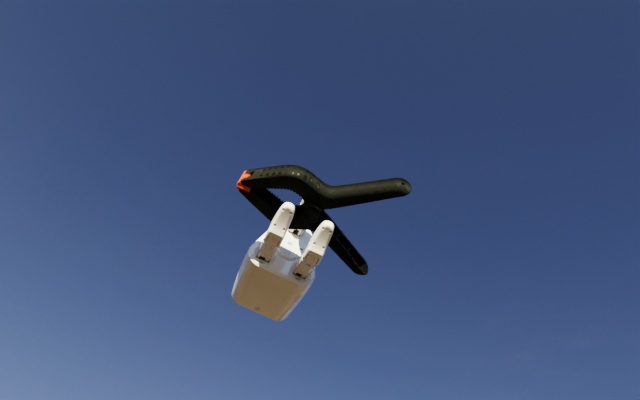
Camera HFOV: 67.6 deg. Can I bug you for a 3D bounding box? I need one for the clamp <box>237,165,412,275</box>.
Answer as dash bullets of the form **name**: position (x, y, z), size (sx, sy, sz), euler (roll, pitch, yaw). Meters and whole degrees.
- **clamp**: position (0.000, 0.001, 0.607), size (0.210, 0.165, 0.036), euler (26, 37, -5)
